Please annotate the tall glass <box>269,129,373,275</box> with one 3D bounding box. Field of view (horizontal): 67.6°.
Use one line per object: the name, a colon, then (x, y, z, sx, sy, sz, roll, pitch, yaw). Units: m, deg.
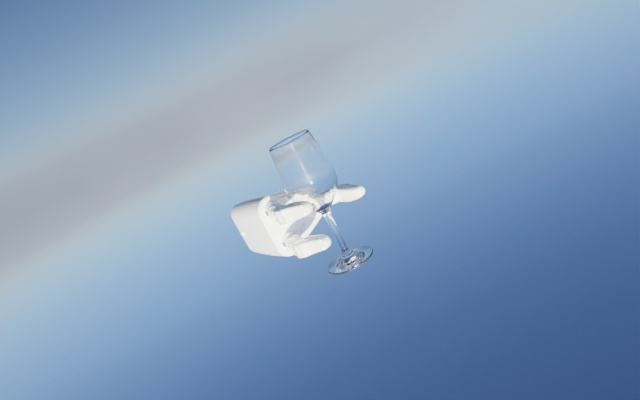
tall glass: (0.001, 0.003, 0.681, 0.079, 0.201, 0.079, -25, 15, 7)
